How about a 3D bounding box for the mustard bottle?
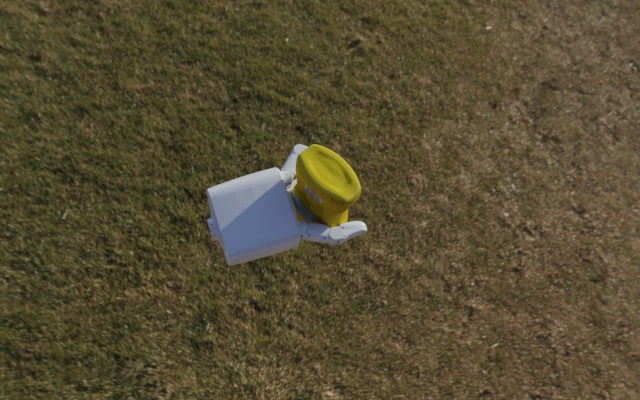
[{"bbox_3d":[0.000,0.002,0.707,0.058,0.096,0.192,-42,-14,-23],"label":"mustard bottle"}]
